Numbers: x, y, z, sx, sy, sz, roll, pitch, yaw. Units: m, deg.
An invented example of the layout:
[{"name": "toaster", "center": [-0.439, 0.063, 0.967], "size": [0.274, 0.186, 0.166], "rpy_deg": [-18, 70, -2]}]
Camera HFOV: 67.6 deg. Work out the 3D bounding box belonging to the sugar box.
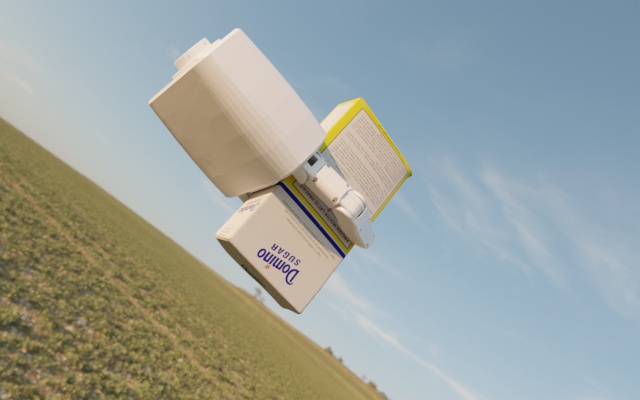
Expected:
[{"name": "sugar box", "center": [0.000, 0.001, 0.424], "size": [0.176, 0.093, 0.048], "rpy_deg": [-47, 22, -20]}]
